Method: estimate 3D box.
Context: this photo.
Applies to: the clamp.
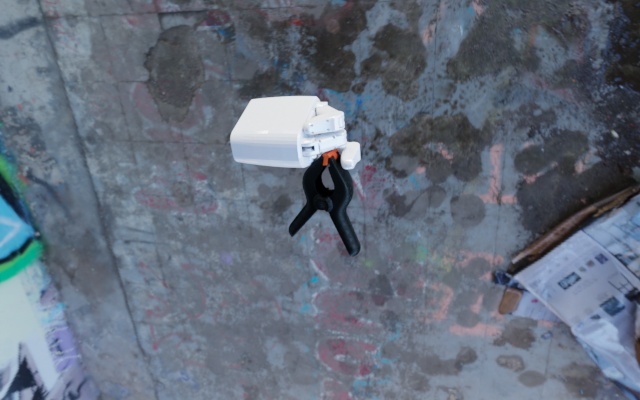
[{"bbox_3d":[0.000,0.002,0.718,0.120,0.171,0.039,5,27,19],"label":"clamp"}]
